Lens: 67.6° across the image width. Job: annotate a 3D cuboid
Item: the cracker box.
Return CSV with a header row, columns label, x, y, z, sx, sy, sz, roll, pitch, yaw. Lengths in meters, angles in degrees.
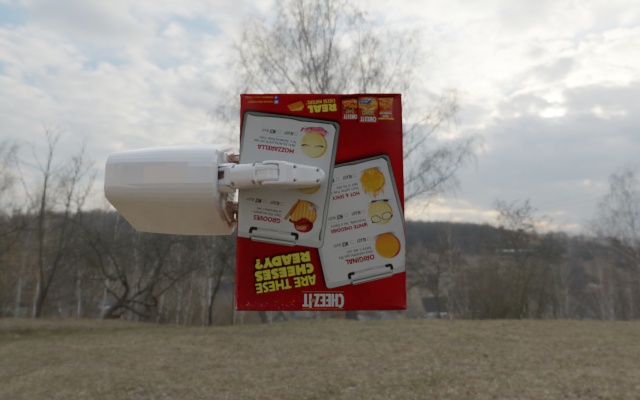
label,x,y,z,sx,sy,sz,roll,pitch,yaw
cracker box,0.000,0.001,0.490,0.164,0.213,0.072,0,-7,0
